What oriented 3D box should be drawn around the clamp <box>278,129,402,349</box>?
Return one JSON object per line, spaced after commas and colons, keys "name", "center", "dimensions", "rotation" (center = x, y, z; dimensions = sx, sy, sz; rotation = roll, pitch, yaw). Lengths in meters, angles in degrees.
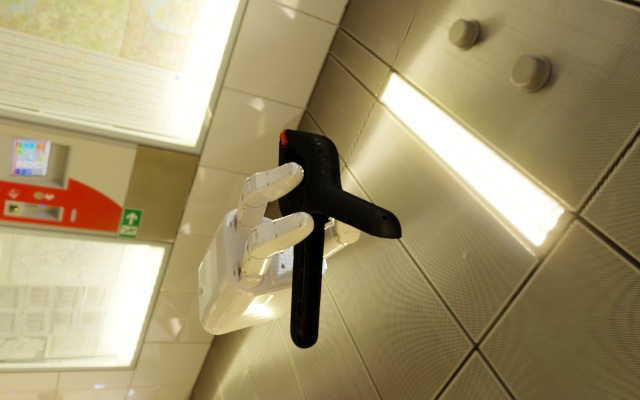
{"name": "clamp", "center": [0.001, 0.001, 0.425], "dimensions": [0.036, 0.209, 0.165], "rotation": [9, -40, -28]}
